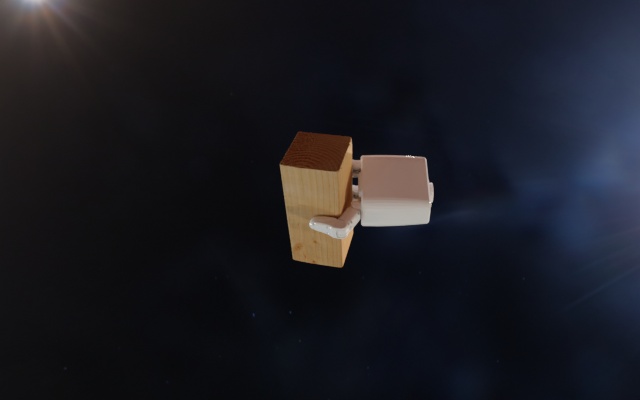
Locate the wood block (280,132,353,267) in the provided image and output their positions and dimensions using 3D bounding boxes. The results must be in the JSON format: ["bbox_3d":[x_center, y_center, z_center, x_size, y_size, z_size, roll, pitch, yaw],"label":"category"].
[{"bbox_3d":[0.000,0.003,0.774,0.090,0.206,0.090,8,43,14],"label":"wood block"}]
